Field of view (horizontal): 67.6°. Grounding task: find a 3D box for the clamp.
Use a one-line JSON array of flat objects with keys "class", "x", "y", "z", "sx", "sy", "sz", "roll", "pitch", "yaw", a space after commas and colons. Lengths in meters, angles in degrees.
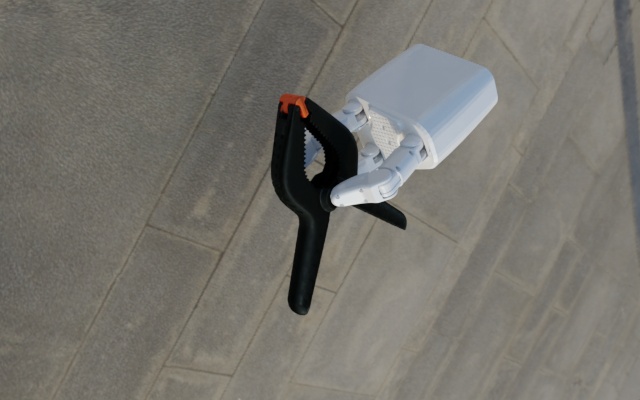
[{"class": "clamp", "x": 0.001, "y": 0.001, "z": 0.457, "sx": 0.164, "sy": 0.210, "sz": 0.036, "roll": -43, "pitch": 37, "yaw": -21}]
